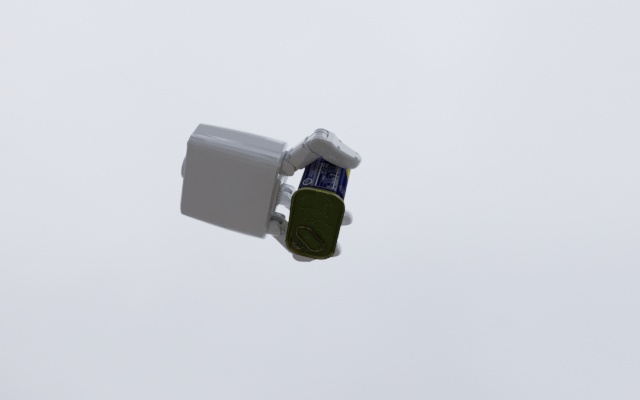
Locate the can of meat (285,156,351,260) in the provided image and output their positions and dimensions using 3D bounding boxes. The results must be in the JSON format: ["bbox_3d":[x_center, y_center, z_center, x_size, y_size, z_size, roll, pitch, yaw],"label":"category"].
[{"bbox_3d":[0.000,0.002,0.543,0.057,0.102,0.084,13,42,2],"label":"can of meat"}]
